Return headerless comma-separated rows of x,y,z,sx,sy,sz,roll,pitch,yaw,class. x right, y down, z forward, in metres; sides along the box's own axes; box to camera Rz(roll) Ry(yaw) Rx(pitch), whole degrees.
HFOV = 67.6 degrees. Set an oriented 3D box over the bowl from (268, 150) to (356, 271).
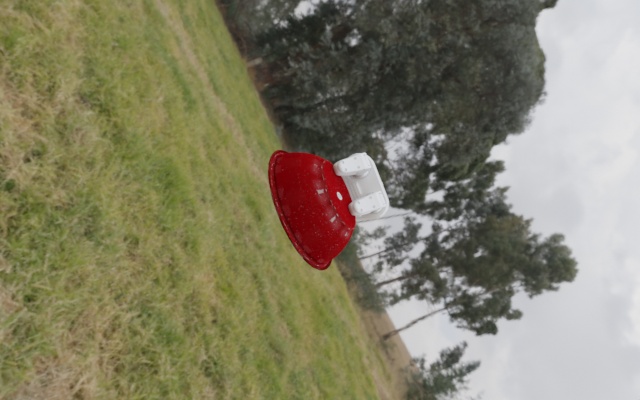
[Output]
0.000,0.002,0.593,0.055,0.162,0.162,-22,-7,18,bowl
